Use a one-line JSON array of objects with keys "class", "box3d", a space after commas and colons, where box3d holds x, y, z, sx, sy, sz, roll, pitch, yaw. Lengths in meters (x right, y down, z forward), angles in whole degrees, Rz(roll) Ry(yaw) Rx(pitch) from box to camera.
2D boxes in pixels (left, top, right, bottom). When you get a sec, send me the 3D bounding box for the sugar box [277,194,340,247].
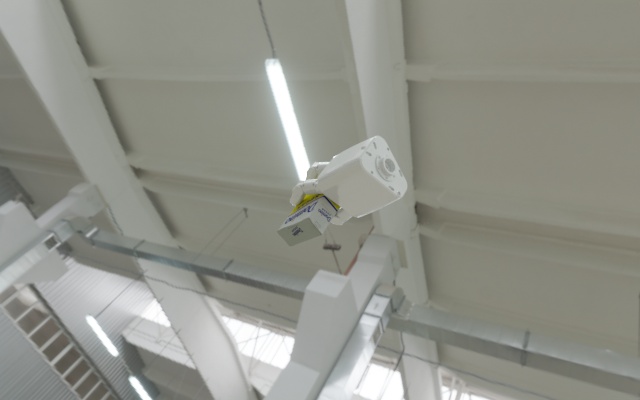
[{"class": "sugar box", "box3d": [0.000, 0.002, 0.880, 0.093, 0.048, 0.176, -25, 20, 45]}]
